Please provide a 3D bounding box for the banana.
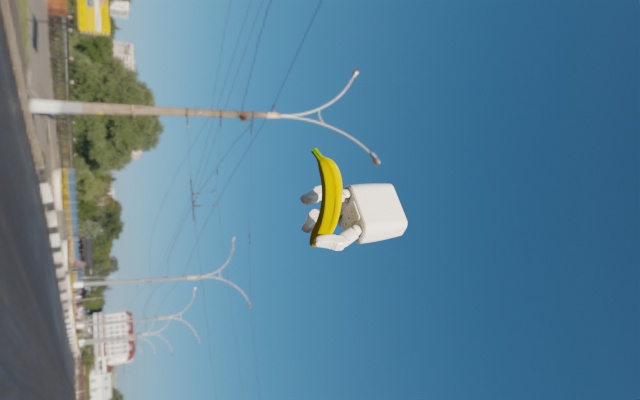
[{"bbox_3d":[0.010,0.006,0.871,0.037,0.198,0.069,-10,26,-30],"label":"banana"}]
